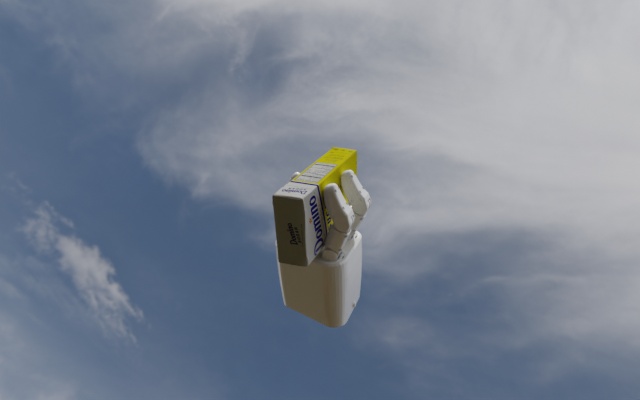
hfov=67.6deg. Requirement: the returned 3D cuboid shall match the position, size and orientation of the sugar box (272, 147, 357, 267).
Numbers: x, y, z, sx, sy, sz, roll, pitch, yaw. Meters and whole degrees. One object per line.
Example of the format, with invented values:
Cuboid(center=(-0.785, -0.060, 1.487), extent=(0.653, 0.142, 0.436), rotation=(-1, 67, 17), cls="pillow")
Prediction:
Cuboid(center=(0.001, 0.002, 0.620), extent=(0.048, 0.093, 0.176), rotation=(7, 27, 20), cls="sugar box")
